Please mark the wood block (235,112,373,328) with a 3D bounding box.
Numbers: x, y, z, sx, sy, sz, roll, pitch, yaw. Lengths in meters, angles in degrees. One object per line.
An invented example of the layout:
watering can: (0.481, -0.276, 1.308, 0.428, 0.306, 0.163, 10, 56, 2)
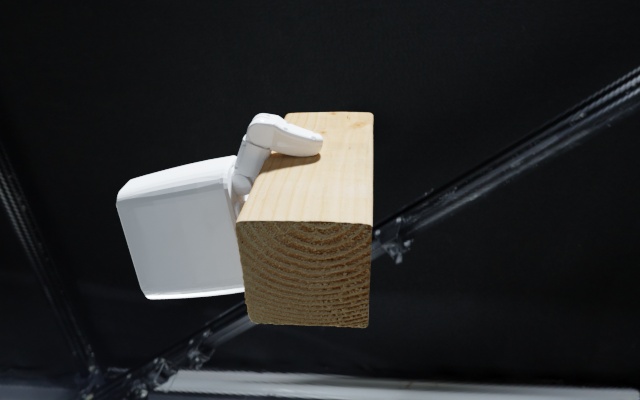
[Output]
wood block: (0.000, 0.001, 0.410, 0.090, 0.091, 0.206, 1, 30, 6)
